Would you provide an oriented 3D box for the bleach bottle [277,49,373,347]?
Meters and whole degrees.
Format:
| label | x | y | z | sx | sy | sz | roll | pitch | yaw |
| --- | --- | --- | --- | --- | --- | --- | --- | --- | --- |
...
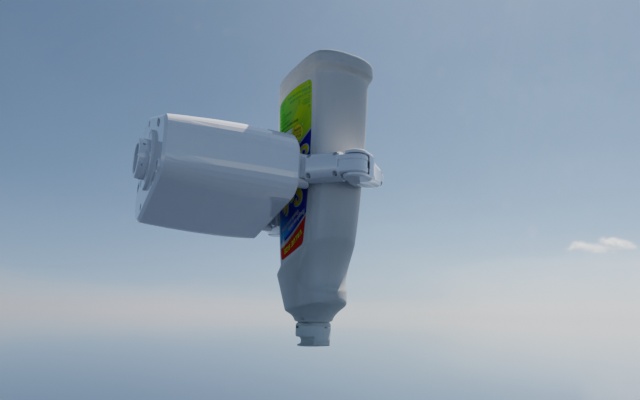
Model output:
| label | x | y | z | sx | sy | sz | roll | pitch | yaw |
| --- | --- | --- | --- | --- | --- | --- | --- | --- | --- |
| bleach bottle | 0.000 | 0.001 | 0.432 | 0.068 | 0.250 | 0.102 | 8 | -15 | -29 |
